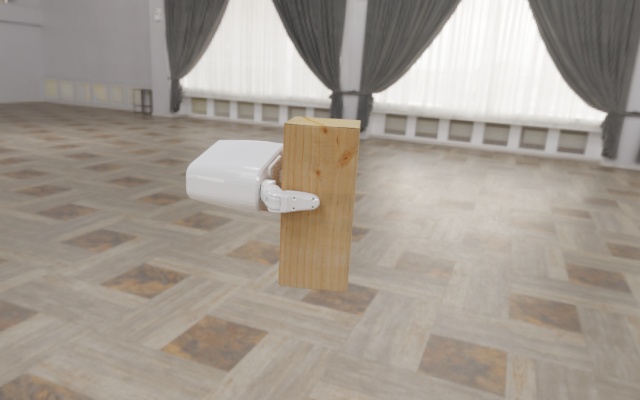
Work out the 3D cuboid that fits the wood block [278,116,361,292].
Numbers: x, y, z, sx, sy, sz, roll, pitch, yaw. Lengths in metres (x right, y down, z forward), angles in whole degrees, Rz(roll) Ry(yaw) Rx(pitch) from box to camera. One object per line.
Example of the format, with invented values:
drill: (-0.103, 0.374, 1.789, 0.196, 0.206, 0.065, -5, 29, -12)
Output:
wood block: (0.000, 0.002, 0.616, 0.090, 0.206, 0.090, 5, 16, 5)
